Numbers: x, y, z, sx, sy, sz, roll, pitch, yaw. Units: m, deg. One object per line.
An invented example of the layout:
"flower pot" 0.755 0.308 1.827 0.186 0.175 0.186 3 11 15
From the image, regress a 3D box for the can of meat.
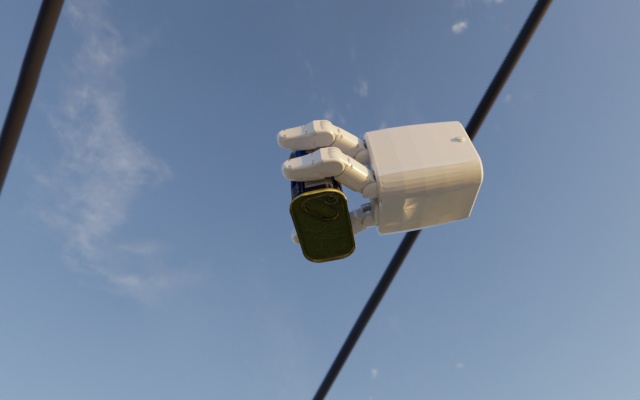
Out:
"can of meat" 0.000 0.002 0.516 0.057 0.102 0.083 -11 43 4
